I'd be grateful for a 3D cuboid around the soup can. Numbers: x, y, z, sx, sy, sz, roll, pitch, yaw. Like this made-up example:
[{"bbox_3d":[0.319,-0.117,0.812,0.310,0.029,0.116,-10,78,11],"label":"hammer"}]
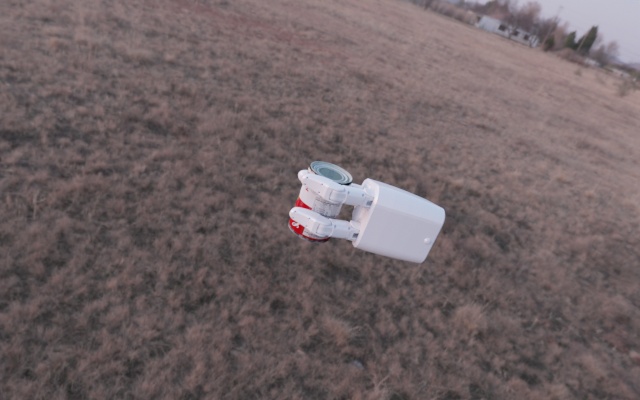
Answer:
[{"bbox_3d":[0.000,0.002,0.704,0.068,0.102,0.068,17,25,-8],"label":"soup can"}]
